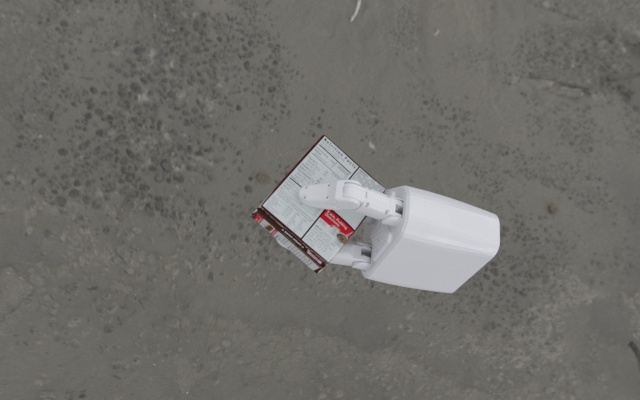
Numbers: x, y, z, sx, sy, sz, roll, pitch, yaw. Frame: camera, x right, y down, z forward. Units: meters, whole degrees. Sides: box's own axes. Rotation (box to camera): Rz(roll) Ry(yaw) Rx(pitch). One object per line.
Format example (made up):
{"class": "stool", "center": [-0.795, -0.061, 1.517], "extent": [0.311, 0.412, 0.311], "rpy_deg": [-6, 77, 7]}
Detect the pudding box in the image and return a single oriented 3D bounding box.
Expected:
{"class": "pudding box", "center": [0.000, 0.002, 0.484], "extent": [0.090, 0.113, 0.039], "rpy_deg": [41, -29, -2]}
